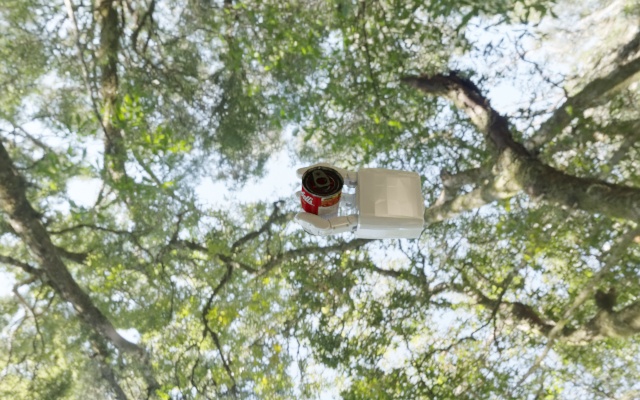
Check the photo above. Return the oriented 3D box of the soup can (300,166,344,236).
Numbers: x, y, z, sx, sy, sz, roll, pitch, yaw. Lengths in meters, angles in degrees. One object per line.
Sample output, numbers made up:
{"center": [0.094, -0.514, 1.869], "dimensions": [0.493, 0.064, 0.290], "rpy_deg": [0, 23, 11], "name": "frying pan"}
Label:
{"center": [0.000, 0.003, 0.790], "dimensions": [0.068, 0.068, 0.102], "rpy_deg": [0, -42, -5], "name": "soup can"}
